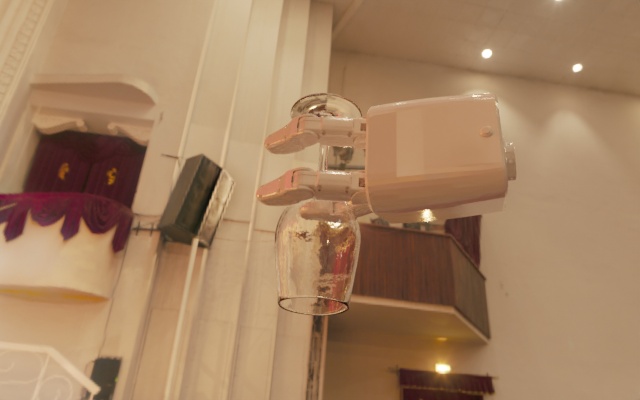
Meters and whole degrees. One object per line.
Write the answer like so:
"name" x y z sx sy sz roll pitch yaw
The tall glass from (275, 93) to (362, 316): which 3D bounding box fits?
"tall glass" 0.000 0.001 0.450 0.079 0.201 0.079 3 -26 2
